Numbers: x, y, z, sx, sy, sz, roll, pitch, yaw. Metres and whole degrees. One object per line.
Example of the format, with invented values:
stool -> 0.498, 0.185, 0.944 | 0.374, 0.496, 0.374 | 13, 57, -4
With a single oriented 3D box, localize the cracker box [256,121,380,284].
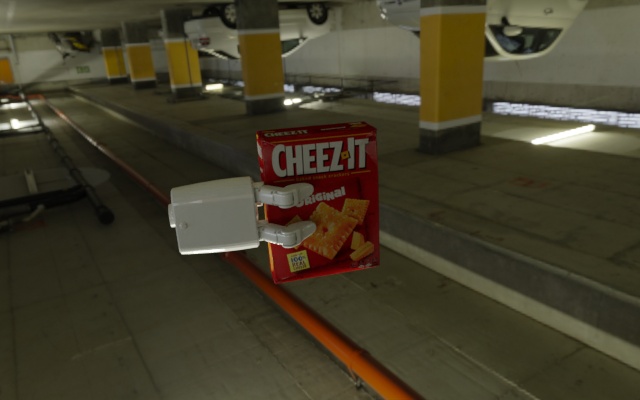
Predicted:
cracker box -> 0.000, 0.002, 0.694 | 0.164, 0.214, 0.072 | -7, 19, -11
